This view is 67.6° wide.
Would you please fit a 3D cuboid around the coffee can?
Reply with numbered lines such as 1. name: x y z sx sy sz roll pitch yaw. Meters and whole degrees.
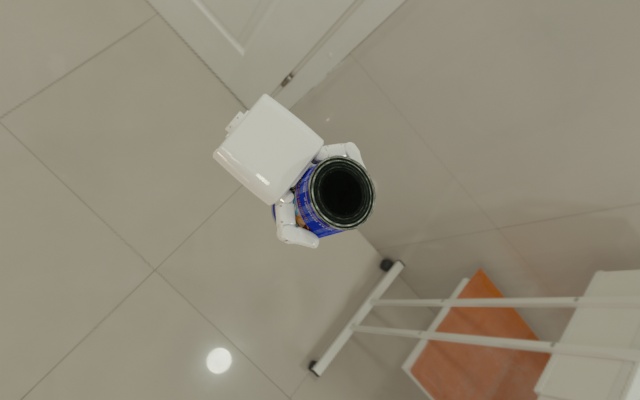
1. coffee can: 0.000 0.002 0.695 0.103 0.103 0.140 0 -11 -26
